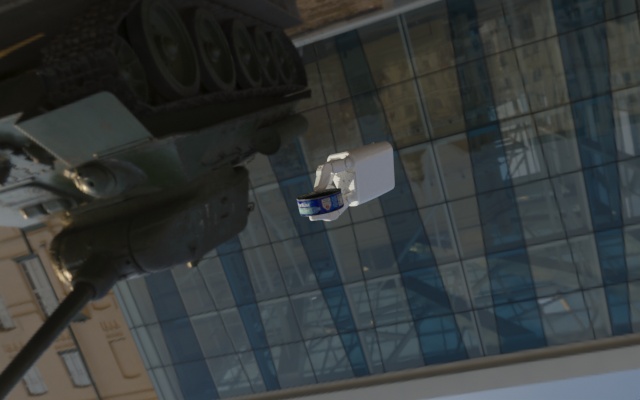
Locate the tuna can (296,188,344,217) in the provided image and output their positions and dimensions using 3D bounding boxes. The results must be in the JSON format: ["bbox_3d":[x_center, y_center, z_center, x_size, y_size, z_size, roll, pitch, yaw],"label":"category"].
[{"bbox_3d":[0.000,0.003,0.893,0.086,0.034,0.086,-12,9,2],"label":"tuna can"}]
